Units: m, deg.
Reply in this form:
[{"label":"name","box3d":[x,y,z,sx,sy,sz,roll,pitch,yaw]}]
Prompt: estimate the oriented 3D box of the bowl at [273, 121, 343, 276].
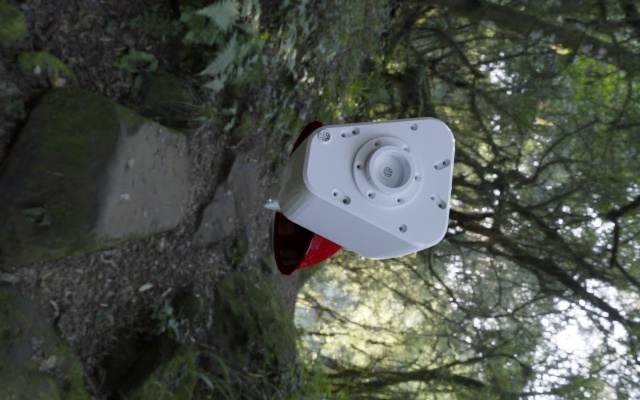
[{"label":"bowl","box3d":[0.000,0.002,0.501,0.055,0.162,0.162,12,-4,-19]}]
